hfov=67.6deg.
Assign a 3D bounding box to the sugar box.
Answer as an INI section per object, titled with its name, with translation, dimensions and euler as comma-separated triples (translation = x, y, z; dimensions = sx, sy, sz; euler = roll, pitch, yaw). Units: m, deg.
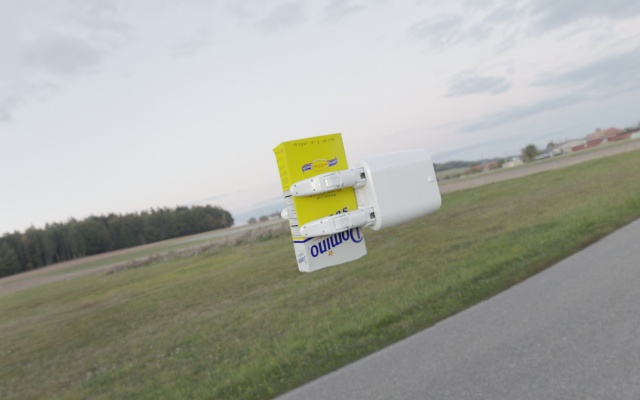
[sugar box]
translation = 0.000, 0.002, 0.655
dimensions = 0.093, 0.176, 0.048
euler = -13, -2, -24
